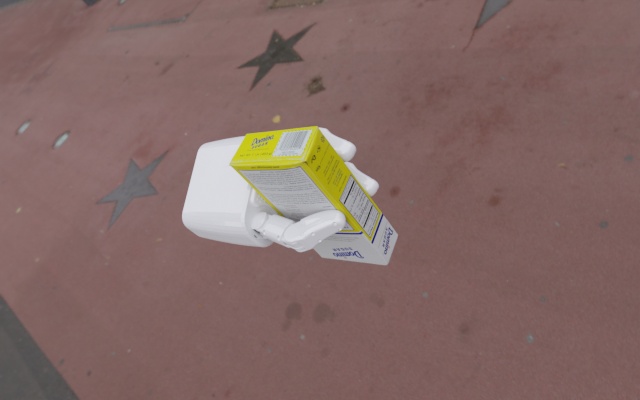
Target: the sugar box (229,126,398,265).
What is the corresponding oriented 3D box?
[{"bbox_3d":[0.000,0.001,0.484,0.093,0.048,0.176,2,-32,38],"label":"sugar box"}]
